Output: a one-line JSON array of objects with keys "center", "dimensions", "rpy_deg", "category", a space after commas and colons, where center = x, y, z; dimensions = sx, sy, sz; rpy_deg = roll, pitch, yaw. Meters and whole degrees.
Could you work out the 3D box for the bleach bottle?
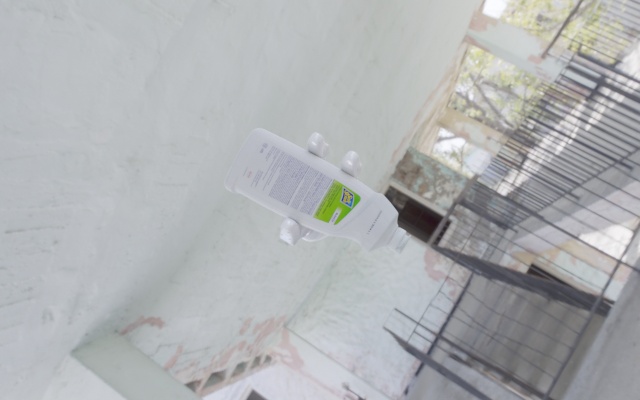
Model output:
[{"center": [0.000, 0.002, 0.642], "dimensions": [0.251, 0.102, 0.068], "rpy_deg": [31, 7, 12], "category": "bleach bottle"}]
